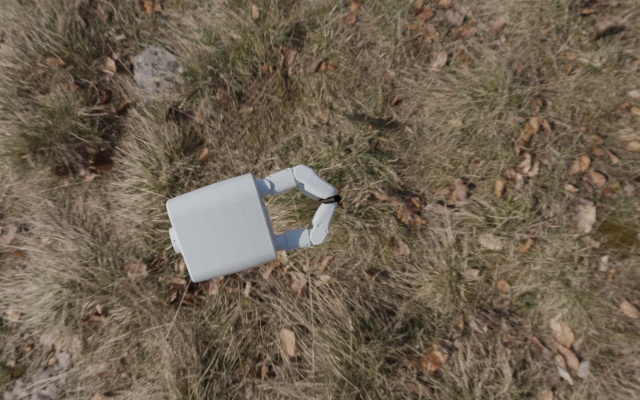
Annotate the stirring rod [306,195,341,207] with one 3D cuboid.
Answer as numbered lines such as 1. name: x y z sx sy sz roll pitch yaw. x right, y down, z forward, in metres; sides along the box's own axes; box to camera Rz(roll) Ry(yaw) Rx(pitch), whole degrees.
1. stirring rod: 0.000 0.002 0.639 0.011 0.011 0.239 0 -2 -9
